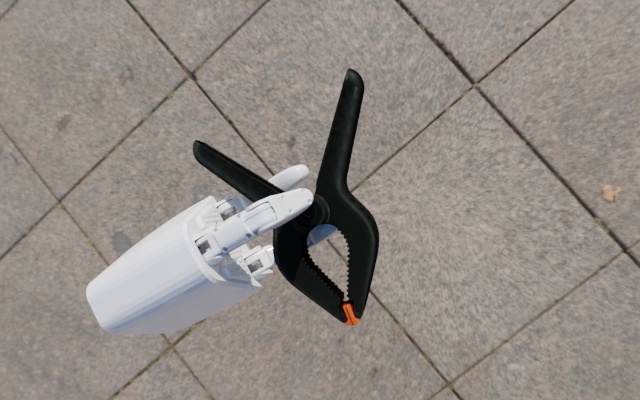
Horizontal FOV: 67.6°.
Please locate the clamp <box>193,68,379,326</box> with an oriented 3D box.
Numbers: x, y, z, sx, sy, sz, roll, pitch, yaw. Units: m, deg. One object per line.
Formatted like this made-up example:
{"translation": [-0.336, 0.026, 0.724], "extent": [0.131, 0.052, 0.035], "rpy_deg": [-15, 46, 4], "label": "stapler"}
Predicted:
{"translation": [0.000, 0.002, 0.412], "extent": [0.164, 0.210, 0.036], "rpy_deg": [-29, -5, 12], "label": "clamp"}
